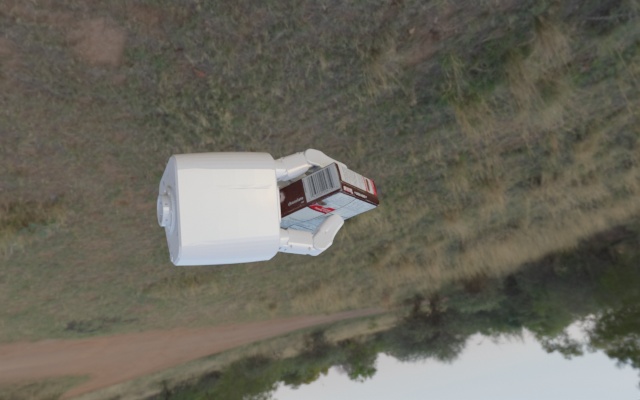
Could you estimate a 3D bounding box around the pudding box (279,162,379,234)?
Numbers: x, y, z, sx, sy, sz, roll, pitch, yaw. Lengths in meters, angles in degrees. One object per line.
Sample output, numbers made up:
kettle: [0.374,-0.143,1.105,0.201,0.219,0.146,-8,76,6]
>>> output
pudding box: [0.000,0.002,0.574,0.113,0.039,0.090,-23,-23,29]
